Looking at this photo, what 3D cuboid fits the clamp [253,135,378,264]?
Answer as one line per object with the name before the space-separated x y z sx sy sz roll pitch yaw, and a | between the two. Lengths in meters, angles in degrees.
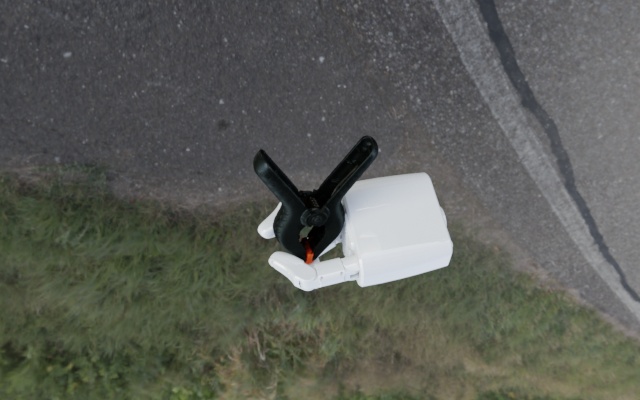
clamp | 0.000 0.002 0.494 0.120 0.039 0.172 -11 -39 -6
